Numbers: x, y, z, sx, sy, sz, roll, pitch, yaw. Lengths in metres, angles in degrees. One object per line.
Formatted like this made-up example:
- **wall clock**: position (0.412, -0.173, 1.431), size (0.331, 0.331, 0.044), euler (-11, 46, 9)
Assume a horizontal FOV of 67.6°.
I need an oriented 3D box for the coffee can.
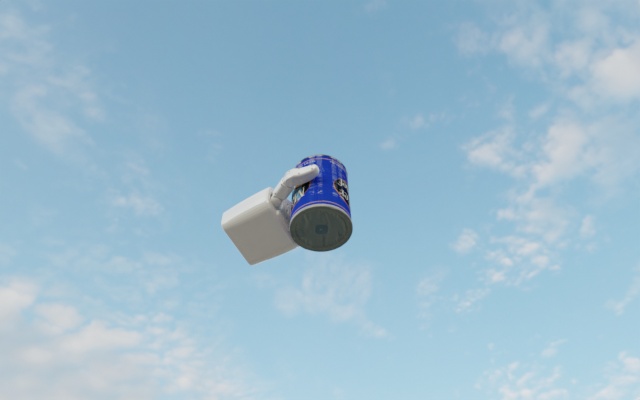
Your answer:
- **coffee can**: position (0.000, 0.003, 0.820), size (0.103, 0.103, 0.140), euler (0, 41, -1)
